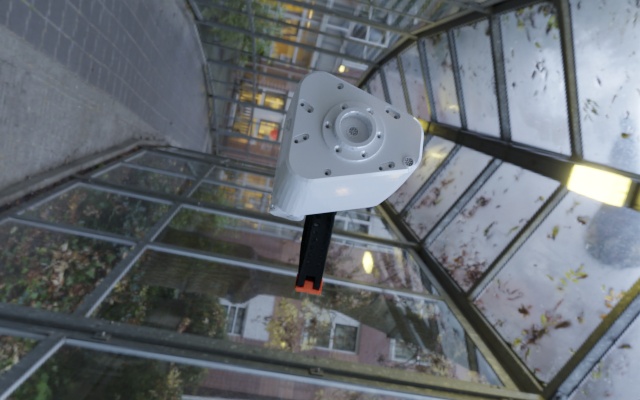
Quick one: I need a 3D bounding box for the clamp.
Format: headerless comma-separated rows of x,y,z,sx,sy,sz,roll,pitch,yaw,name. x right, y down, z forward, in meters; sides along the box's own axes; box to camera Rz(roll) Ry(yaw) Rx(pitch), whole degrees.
0.001,0.002,0.548,0.036,0.210,0.164,11,-14,-5,clamp
